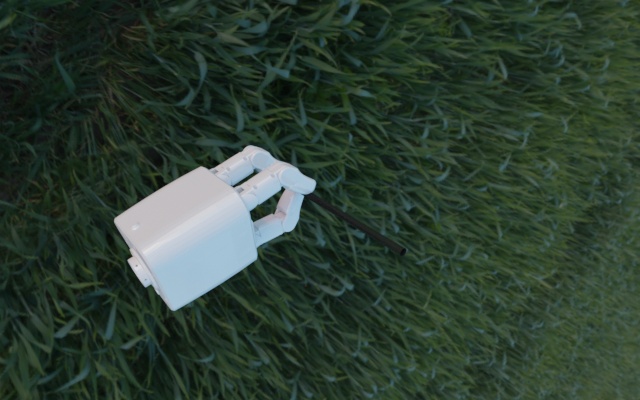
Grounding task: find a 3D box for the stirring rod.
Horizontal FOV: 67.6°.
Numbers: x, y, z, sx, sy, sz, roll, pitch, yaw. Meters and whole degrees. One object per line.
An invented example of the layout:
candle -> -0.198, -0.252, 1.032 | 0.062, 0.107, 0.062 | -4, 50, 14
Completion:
stirring rod -> 0.000, 0.002, 0.514 | 0.011, 0.011, 0.239 | 0, 22, -42
